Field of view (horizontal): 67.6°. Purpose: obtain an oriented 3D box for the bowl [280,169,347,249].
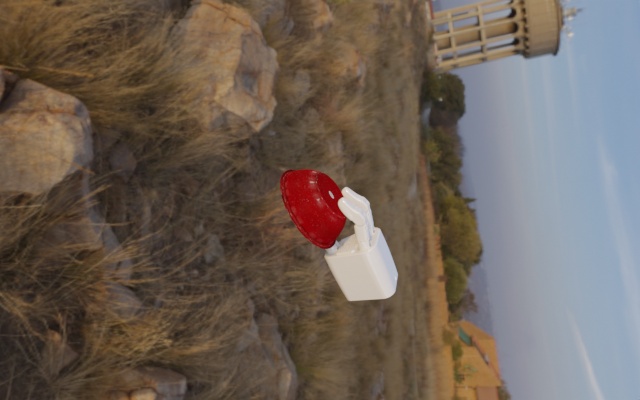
[{"bbox_3d":[0.000,0.002,0.851,0.055,0.162,0.162,-31,-14,24],"label":"bowl"}]
